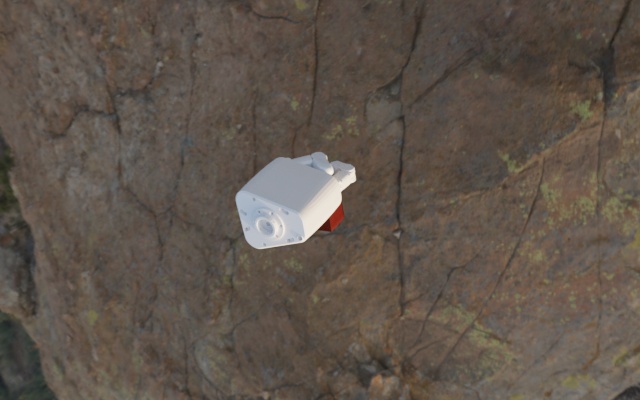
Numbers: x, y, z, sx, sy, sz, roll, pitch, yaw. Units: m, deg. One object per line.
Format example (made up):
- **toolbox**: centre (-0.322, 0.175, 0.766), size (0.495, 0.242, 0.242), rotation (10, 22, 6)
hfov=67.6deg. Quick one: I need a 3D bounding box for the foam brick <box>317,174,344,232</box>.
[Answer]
- **foam brick**: centre (0.000, 0.003, 0.747), size (0.053, 0.078, 0.051), rotation (5, 31, 27)
